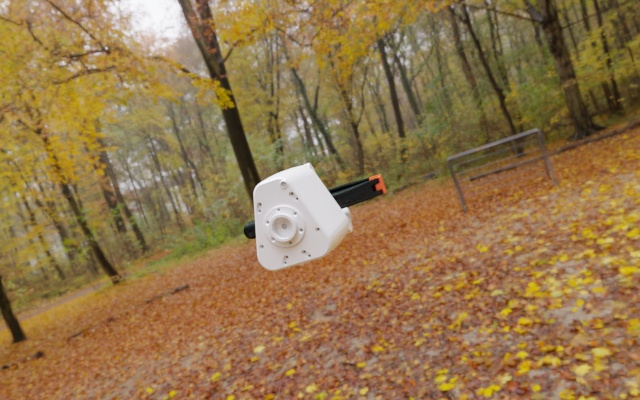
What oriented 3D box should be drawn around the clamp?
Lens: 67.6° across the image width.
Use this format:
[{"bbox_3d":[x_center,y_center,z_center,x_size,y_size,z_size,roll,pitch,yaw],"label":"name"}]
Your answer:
[{"bbox_3d":[0.000,0.002,0.742,0.210,0.036,0.164,-18,8,15],"label":"clamp"}]
